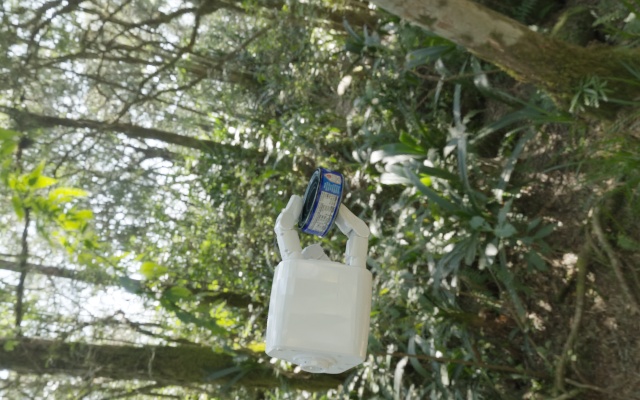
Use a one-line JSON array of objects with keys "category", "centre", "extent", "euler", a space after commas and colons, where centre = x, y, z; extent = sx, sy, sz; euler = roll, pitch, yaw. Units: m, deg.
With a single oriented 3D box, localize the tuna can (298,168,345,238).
[{"category": "tuna can", "centre": [0.000, 0.002, 0.610], "extent": [0.034, 0.086, 0.086], "euler": [17, -4, -11]}]
